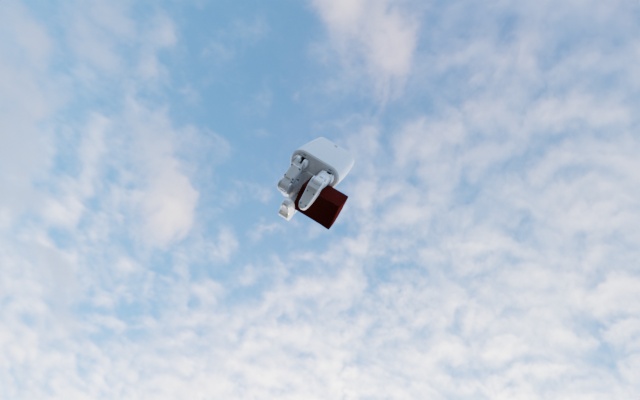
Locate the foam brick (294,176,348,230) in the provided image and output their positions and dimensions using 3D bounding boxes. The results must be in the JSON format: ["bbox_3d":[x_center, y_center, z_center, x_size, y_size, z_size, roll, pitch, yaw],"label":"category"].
[{"bbox_3d":[0.000,0.003,0.841,0.078,0.053,0.051,31,30,8],"label":"foam brick"}]
